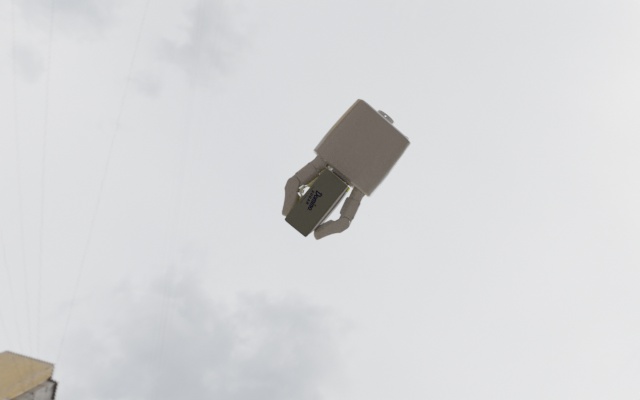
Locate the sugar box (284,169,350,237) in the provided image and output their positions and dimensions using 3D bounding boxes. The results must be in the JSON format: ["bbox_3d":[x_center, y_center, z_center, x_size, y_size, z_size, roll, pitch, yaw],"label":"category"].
[{"bbox_3d":[0.000,0.002,0.723,0.048,0.093,0.176,39,2,6],"label":"sugar box"}]
